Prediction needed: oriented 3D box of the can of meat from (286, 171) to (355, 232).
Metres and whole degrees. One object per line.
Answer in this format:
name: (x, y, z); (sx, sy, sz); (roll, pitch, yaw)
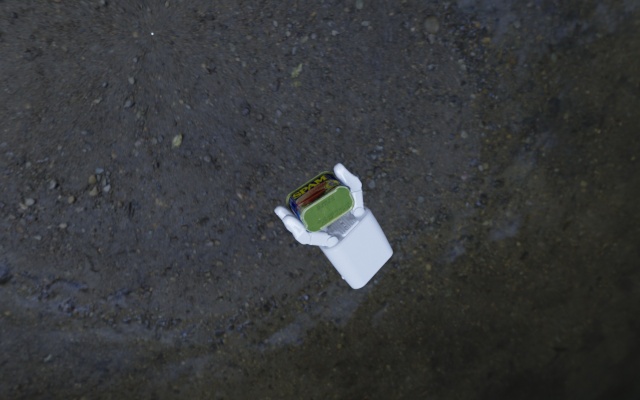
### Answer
can of meat: (0.000, 0.003, 0.829); (0.102, 0.057, 0.084); (-33, 26, -6)
